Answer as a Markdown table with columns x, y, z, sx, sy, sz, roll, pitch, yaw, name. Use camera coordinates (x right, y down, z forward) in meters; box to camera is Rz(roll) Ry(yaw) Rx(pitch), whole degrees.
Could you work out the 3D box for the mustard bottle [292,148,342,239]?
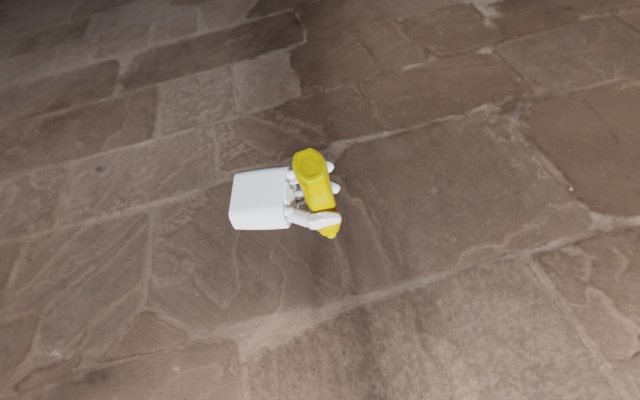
| x | y | z | sx | sy | sz | roll | pitch | yaw | name |
| --- | --- | --- | --- | --- | --- | --- | --- | --- | --- |
| 0.000 | 0.003 | 0.880 | 0.058 | 0.192 | 0.096 | -21 | 43 | -4 | mustard bottle |
